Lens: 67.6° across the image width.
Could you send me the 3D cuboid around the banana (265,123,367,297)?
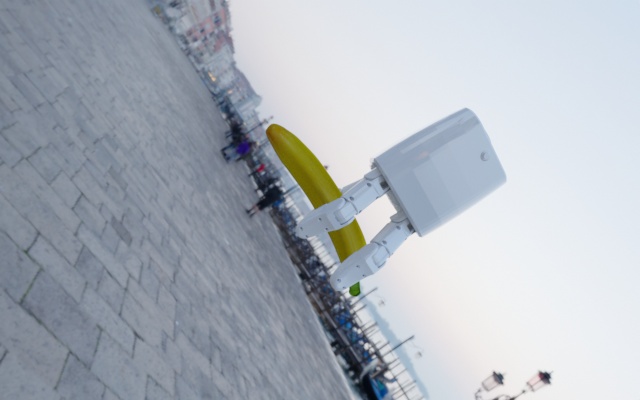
[{"bbox_3d":[0.005,0.003,0.516,0.037,0.198,0.069,-29,0,12],"label":"banana"}]
